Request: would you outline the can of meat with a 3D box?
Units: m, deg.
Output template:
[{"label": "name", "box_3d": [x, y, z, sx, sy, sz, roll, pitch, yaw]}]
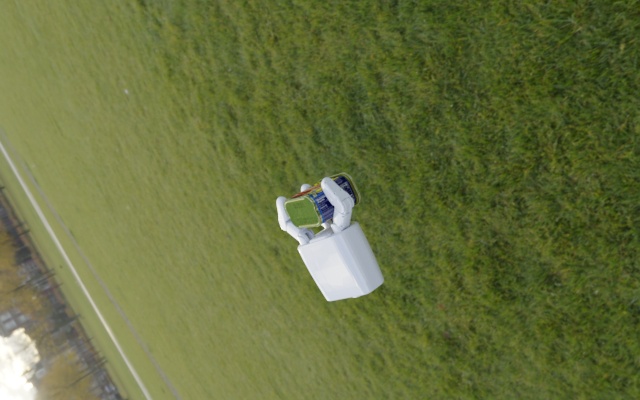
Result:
[{"label": "can of meat", "box_3d": [0.000, 0.003, 0.769, 0.084, 0.057, 0.102, -30, 10, -30]}]
